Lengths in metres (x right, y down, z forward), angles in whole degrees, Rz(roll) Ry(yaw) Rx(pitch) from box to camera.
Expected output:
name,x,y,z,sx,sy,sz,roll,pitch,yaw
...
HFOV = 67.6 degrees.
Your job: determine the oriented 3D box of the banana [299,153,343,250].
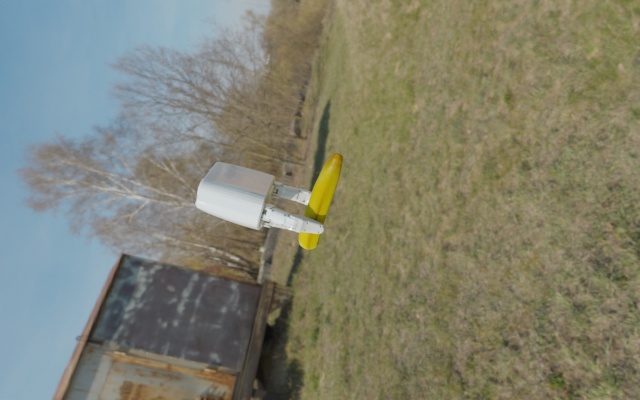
name,x,y,z,sx,sy,sz,roll,pitch,yaw
banana,-0.005,0.015,0.794,0.037,0.198,0.069,19,35,2
